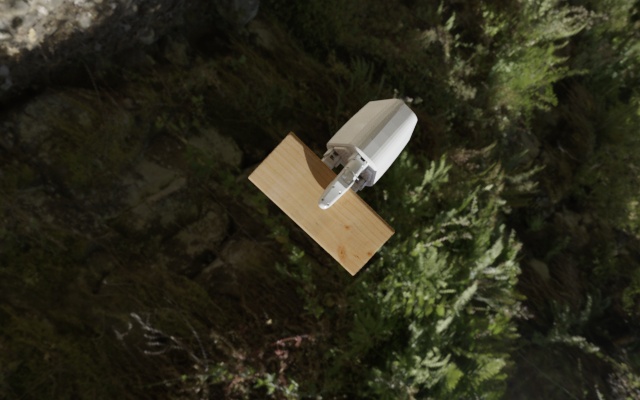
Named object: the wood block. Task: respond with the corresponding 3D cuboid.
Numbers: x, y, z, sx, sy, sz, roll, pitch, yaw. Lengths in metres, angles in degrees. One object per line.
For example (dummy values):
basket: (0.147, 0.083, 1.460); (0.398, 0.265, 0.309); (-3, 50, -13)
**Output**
wood block: (0.001, 0.002, 0.715); (0.206, 0.090, 0.091); (43, 1, -6)
